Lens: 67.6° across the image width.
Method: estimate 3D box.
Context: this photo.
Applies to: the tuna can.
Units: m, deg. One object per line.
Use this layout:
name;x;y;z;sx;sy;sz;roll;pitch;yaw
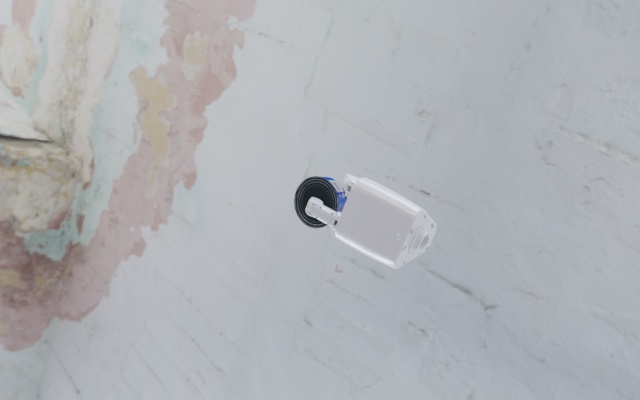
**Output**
tuna can;0.000;0.003;0.794;0.086;0.086;0.034;0;1;33
